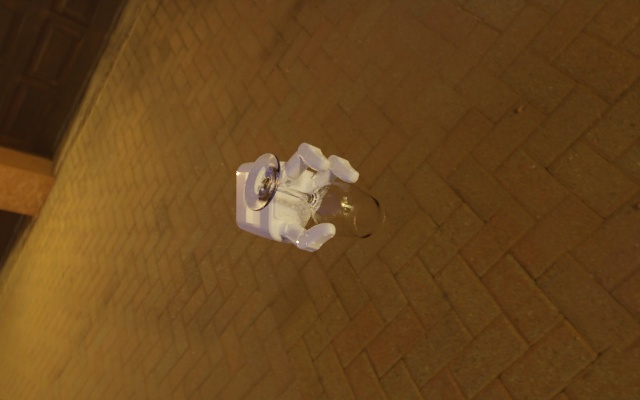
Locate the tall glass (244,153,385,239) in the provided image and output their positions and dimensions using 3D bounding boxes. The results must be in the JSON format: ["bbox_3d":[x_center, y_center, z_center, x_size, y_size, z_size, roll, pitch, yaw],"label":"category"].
[{"bbox_3d":[0.000,0.002,0.649,0.201,0.079,0.079,19,-12,-39],"label":"tall glass"}]
